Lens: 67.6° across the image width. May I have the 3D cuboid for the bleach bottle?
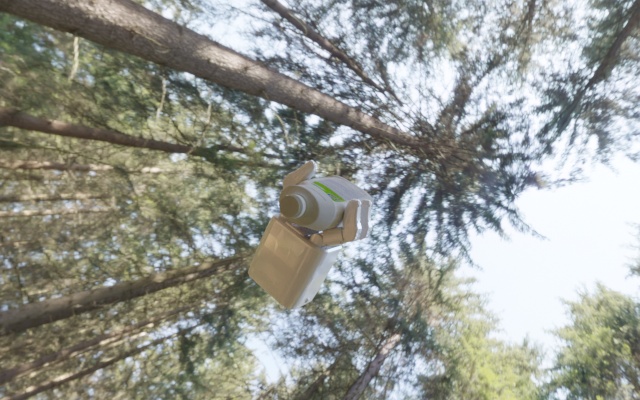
[{"bbox_3d":[0.000,0.002,0.718,0.102,0.068,0.251,30,11,19],"label":"bleach bottle"}]
